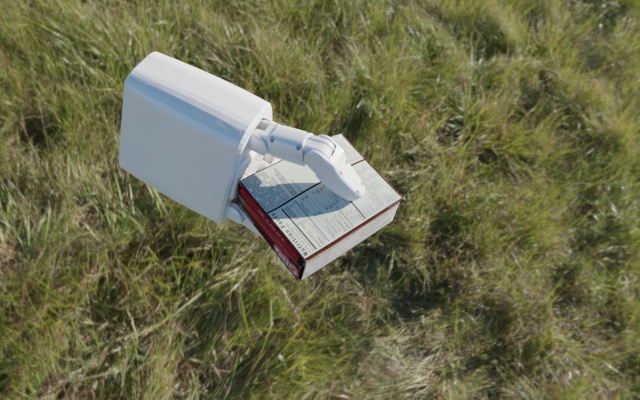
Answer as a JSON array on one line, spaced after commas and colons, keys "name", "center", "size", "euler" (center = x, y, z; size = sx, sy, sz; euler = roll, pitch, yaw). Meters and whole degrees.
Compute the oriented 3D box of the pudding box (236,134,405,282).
[{"name": "pudding box", "center": [0.000, 0.001, 0.402], "size": [0.113, 0.090, 0.039], "euler": [-30, -23, -27]}]
